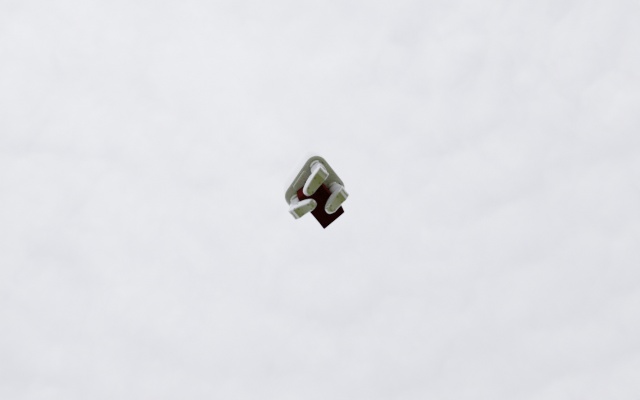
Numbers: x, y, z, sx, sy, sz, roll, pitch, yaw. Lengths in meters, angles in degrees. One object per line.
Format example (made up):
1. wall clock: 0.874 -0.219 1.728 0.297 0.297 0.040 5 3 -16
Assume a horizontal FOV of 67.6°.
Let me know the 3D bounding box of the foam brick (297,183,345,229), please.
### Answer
1. foam brick: 0.000 0.003 0.895 0.053 0.078 0.051 -38 17 5
